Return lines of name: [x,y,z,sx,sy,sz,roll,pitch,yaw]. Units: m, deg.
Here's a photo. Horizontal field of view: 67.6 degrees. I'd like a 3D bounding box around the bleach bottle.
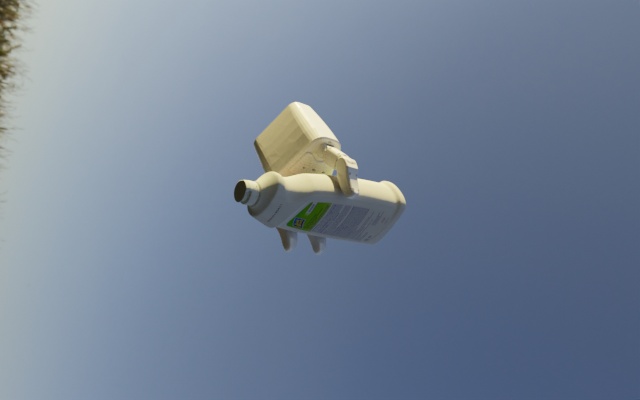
bleach bottle: [0.000,0.002,0.663,0.251,0.103,0.068,12,34,-39]
